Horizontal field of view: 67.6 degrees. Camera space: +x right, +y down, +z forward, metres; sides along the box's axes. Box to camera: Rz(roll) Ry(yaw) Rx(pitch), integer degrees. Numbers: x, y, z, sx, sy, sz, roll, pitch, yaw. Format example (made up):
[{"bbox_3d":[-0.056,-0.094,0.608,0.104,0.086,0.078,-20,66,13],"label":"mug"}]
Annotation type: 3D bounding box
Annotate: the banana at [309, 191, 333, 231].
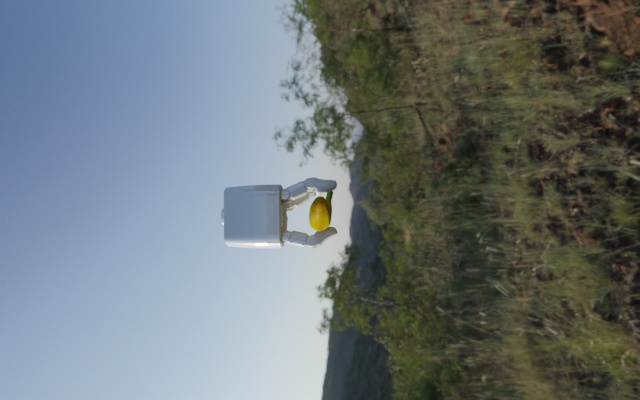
[{"bbox_3d":[0.000,0.021,0.840,0.037,0.069,0.198,2,5,3],"label":"banana"}]
